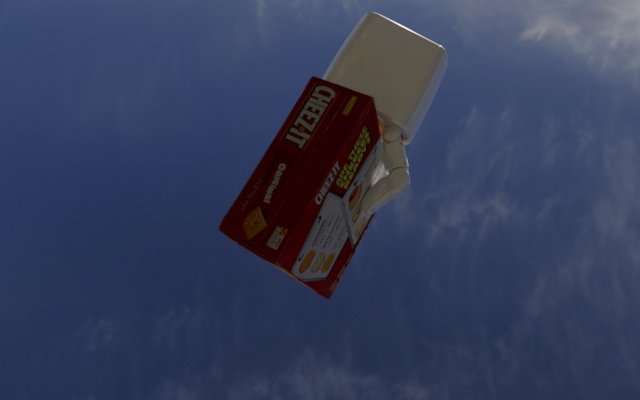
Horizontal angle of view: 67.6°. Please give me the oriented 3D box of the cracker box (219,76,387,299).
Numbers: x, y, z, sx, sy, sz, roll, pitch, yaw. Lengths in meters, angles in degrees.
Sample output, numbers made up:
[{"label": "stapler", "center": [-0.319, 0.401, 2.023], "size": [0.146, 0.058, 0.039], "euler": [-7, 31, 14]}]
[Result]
[{"label": "cracker box", "center": [0.000, 0.002, 0.495], "size": [0.072, 0.164, 0.214], "euler": [26, -11, 20]}]
